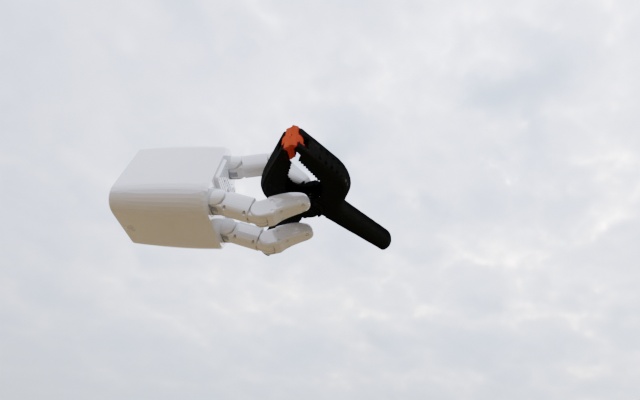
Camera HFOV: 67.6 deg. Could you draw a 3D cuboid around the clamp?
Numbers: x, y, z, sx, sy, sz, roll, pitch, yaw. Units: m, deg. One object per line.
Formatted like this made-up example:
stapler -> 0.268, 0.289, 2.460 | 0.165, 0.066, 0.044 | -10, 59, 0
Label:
clamp -> 0.000, 0.001, 0.528 | 0.164, 0.036, 0.210 | -1, -37, 3
